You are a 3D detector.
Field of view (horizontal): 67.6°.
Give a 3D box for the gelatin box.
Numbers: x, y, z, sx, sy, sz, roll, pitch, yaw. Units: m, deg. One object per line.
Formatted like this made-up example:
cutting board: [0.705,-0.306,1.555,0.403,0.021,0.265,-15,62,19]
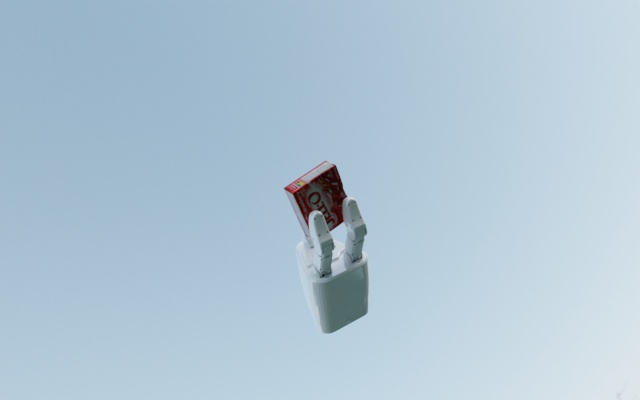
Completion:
gelatin box: [0.000,0.002,0.654,0.073,0.089,0.030,-34,33,-19]
